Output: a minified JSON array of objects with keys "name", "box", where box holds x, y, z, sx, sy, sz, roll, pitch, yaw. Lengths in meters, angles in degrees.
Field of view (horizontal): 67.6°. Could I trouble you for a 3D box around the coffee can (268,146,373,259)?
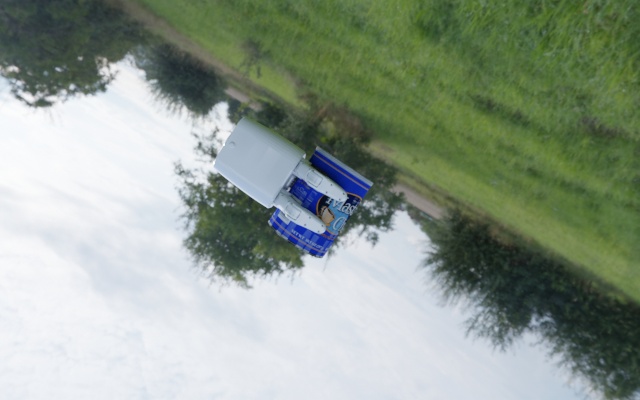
[{"name":"coffee can","box":[0.000,0.002,0.733,0.103,0.140,0.103,33,5,-4]}]
